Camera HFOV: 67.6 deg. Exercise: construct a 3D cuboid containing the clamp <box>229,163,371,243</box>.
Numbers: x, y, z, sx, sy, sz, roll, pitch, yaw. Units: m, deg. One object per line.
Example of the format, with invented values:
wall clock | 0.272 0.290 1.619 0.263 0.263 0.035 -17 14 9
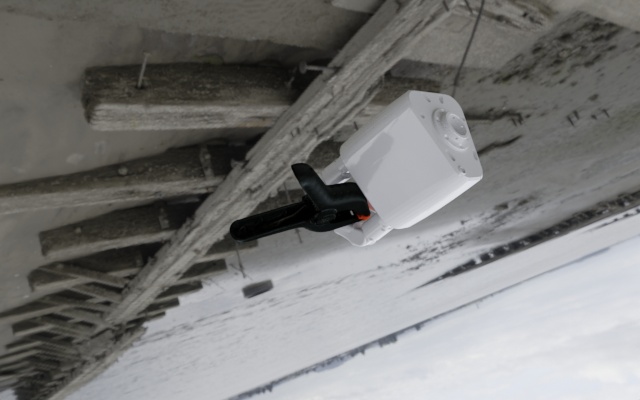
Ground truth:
clamp | 0.000 0.002 0.508 0.171 0.039 0.120 -6 -23 -42
